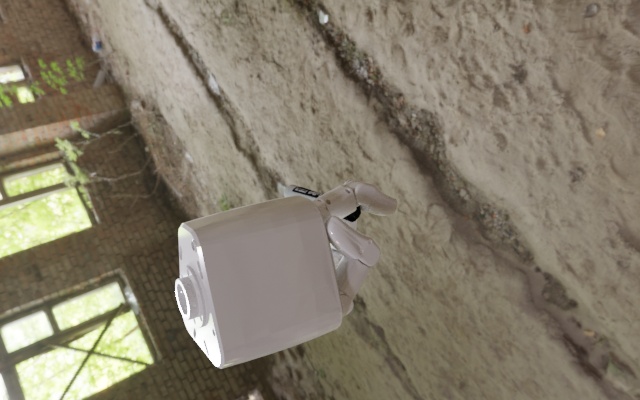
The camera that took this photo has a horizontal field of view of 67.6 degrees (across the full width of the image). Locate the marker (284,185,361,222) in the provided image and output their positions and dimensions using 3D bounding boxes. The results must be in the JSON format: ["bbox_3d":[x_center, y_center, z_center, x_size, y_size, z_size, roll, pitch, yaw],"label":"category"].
[{"bbox_3d":[0.000,0.002,0.485,0.020,0.020,0.121,0,10,-34],"label":"marker"}]
